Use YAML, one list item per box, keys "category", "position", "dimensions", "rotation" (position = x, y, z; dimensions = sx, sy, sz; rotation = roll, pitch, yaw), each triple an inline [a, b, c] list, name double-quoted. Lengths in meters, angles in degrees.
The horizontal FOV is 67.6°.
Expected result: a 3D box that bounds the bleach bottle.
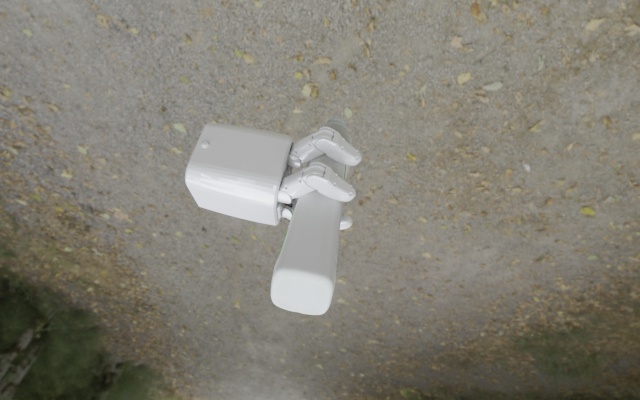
- category: "bleach bottle"
  position: [0.000, 0.002, 0.581]
  dimensions: [0.068, 0.250, 0.103]
  rotation: [11, -36, 1]
